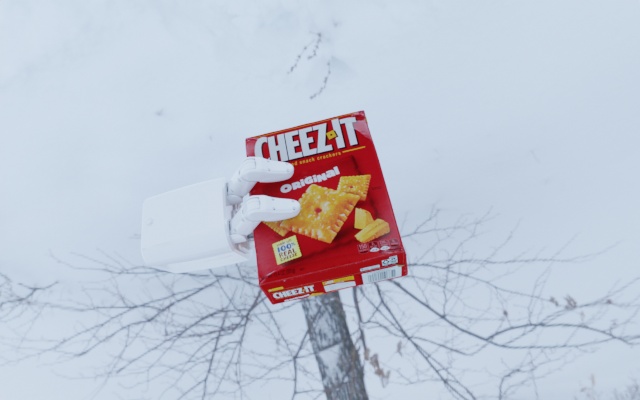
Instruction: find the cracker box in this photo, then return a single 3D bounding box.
[{"bbox_3d":[0.000,0.002,0.583,0.164,0.213,0.072,-13,-33,3],"label":"cracker box"}]
